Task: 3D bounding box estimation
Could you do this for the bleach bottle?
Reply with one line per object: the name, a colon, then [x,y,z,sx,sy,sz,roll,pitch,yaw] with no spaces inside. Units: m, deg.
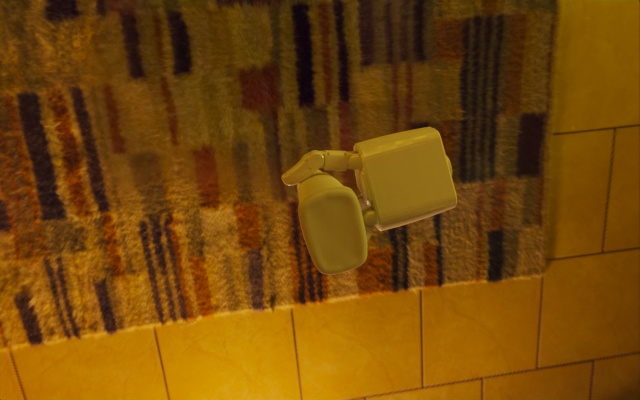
bleach bottle: [0.000,0.002,0.633,0.068,0.102,0.250,-15,18,-3]
